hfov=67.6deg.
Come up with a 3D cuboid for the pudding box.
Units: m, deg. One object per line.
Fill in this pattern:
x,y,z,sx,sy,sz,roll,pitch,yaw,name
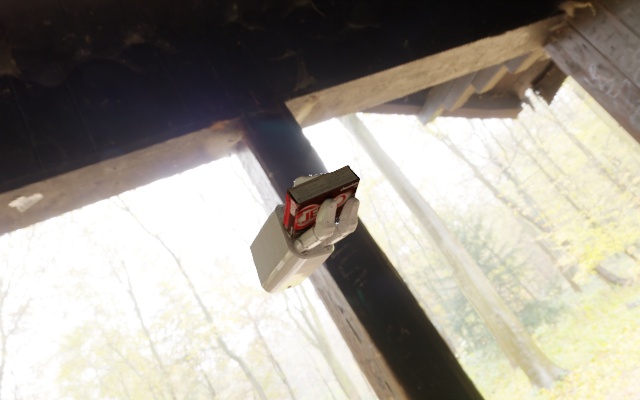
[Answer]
0.000,0.002,0.728,0.113,0.039,0.090,-26,-28,-25,pudding box
